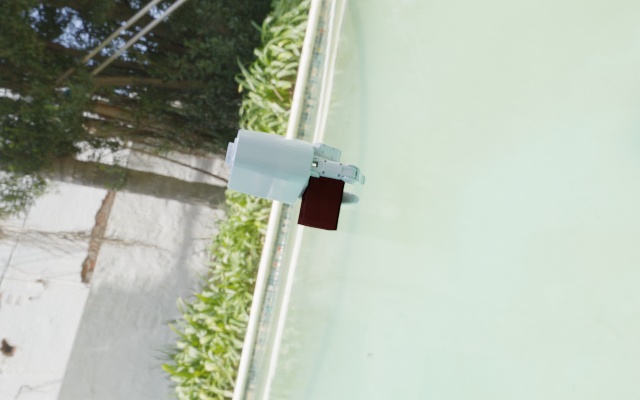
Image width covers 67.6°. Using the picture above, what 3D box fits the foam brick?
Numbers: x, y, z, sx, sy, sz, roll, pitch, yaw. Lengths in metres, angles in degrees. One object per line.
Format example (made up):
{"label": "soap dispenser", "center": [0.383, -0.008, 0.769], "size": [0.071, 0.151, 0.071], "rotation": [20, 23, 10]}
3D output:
{"label": "foam brick", "center": [0.000, 0.003, 0.696], "size": [0.051, 0.078, 0.053], "rotation": [11, -8, -12]}
